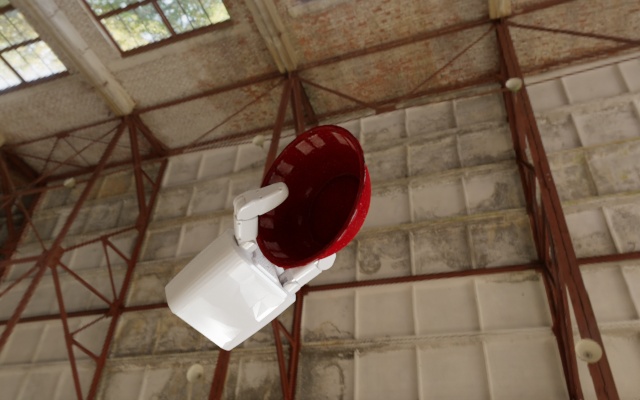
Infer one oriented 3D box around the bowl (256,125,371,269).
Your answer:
[{"bbox_3d":[0.001,0.001,0.518,0.162,0.162,0.055,0,-20,47],"label":"bowl"}]
